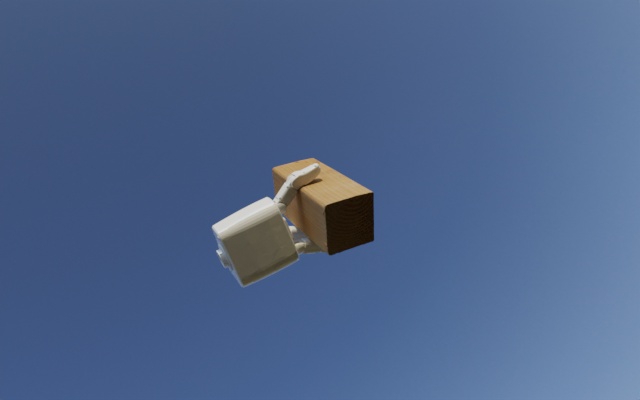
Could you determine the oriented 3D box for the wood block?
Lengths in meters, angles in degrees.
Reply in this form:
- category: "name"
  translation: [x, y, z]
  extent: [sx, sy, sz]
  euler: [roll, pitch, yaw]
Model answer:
- category: "wood block"
  translation: [0.000, 0.002, 0.830]
  extent: [0.090, 0.091, 0.206]
  euler: [-16, 27, -24]
